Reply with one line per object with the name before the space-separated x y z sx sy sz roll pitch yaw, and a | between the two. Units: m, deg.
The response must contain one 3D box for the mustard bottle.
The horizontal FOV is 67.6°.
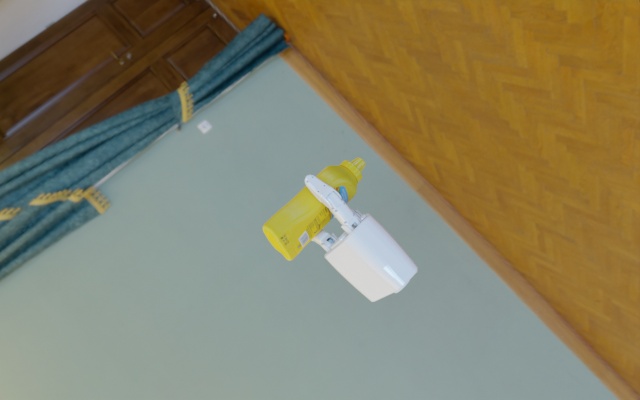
mustard bottle | 0.000 0.002 0.734 0.058 0.191 0.096 39 -16 25
